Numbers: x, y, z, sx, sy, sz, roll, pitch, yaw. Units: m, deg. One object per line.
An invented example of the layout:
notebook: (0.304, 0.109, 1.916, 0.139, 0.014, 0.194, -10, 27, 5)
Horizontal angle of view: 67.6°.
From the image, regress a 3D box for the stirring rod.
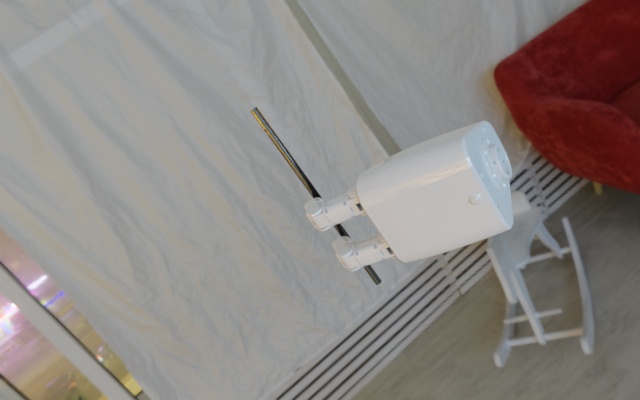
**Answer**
stirring rod: (0.000, 0.002, 0.514, 0.011, 0.239, 0.011, -32, 18, 12)
